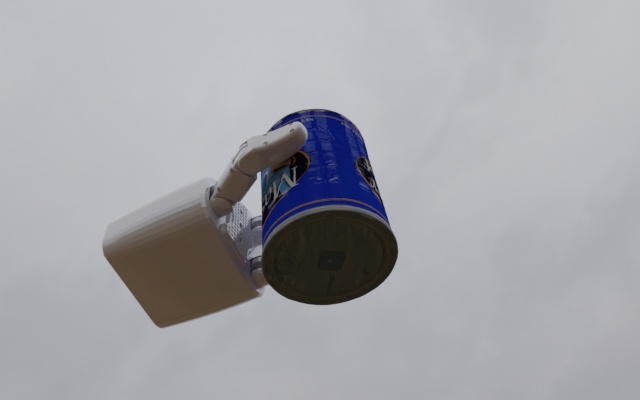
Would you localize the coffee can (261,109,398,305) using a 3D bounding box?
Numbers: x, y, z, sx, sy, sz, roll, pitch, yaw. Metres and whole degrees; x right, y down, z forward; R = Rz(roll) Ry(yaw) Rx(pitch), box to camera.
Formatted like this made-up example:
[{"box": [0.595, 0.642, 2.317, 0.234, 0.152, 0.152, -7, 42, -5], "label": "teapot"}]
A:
[{"box": [0.000, 0.001, 0.406, 0.103, 0.103, 0.140, 0, 40, -8], "label": "coffee can"}]
